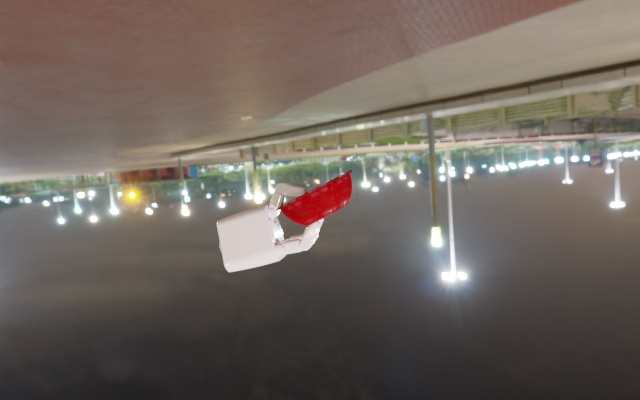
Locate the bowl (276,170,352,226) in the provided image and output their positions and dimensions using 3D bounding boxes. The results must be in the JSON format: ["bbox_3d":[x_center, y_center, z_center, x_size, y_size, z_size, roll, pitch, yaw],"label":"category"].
[{"bbox_3d":[0.001,0.003,0.896,0.162,0.055,0.162,-28,1,0],"label":"bowl"}]
